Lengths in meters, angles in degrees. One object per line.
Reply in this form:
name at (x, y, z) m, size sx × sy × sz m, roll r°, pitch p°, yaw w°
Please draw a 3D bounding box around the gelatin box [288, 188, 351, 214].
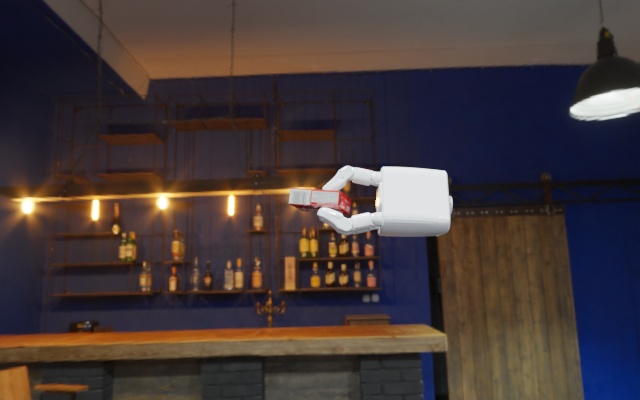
gelatin box at (0.000, 0.002, 0.794) m, size 0.089 × 0.030 × 0.073 m, roll 4°, pitch -9°, yaw 16°
